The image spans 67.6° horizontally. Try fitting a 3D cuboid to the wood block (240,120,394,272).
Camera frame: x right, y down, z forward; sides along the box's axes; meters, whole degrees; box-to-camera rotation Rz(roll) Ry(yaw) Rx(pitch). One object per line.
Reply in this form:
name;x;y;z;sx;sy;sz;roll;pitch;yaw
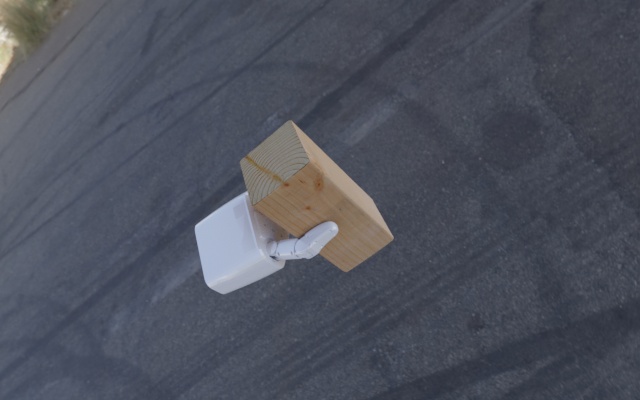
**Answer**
wood block;0.000;0.002;0.641;0.090;0.090;0.206;-37;-46;14
